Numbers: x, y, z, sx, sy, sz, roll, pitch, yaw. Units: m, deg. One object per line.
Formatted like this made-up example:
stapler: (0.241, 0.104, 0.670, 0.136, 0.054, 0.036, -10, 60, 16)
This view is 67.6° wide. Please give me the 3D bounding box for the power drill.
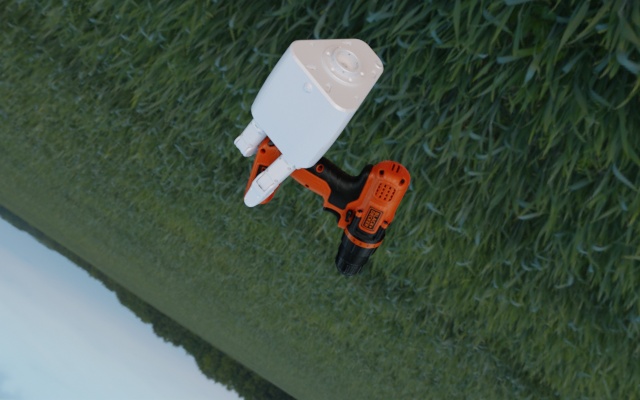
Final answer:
power drill: (0.000, 0.002, 0.615, 0.187, 0.184, 0.057, 23, 35, 1)
